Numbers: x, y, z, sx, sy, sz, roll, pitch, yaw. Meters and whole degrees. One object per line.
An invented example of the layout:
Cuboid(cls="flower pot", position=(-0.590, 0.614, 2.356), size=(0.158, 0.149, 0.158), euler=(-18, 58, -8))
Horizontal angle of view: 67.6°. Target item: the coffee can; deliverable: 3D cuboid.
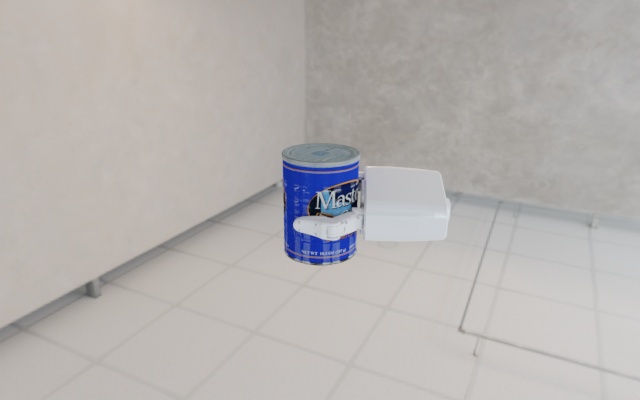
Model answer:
Cuboid(cls="coffee can", position=(0.000, 0.002, 0.646), size=(0.103, 0.140, 0.102), euler=(0, 20, 0))
